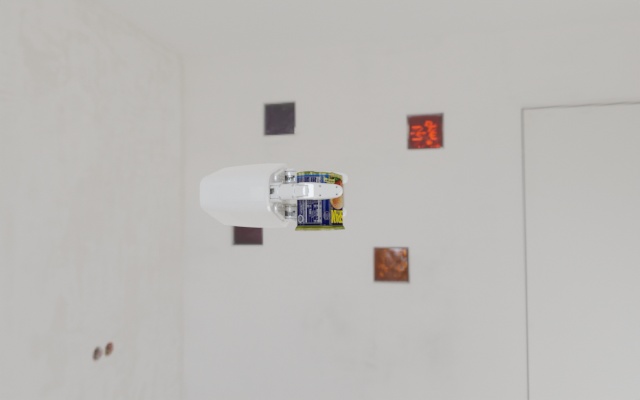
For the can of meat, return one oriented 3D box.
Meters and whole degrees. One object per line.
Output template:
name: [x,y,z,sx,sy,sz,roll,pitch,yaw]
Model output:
can of meat: [0.000,0.002,0.706,0.057,0.084,0.102,-2,-3,17]
